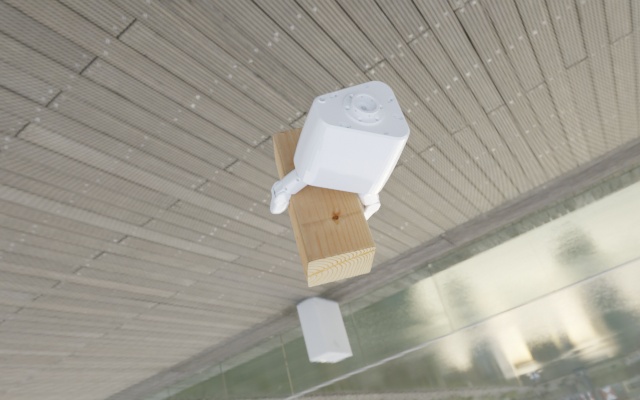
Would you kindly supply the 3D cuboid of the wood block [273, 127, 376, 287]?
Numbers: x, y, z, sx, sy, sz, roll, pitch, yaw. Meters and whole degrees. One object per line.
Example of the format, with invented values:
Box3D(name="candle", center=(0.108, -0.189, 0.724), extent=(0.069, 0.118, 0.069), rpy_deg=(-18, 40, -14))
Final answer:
Box3D(name="wood block", center=(0.000, 0.002, 0.673), extent=(0.091, 0.206, 0.090), rpy_deg=(-12, -30, -8))
